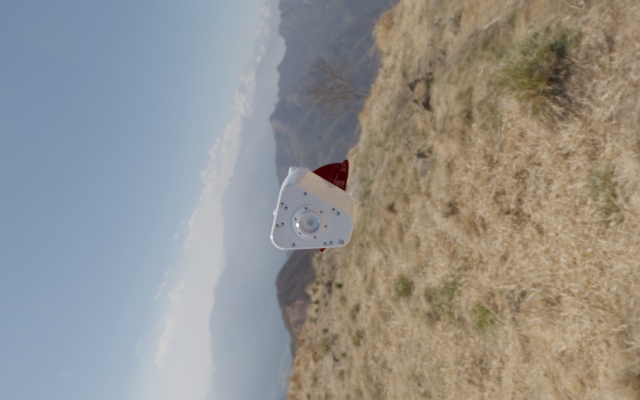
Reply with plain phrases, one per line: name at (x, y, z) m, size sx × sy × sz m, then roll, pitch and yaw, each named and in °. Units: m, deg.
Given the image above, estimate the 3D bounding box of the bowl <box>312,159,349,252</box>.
bowl at (0.000, 0.003, 0.808) m, size 0.055 × 0.162 × 0.162 m, roll 16°, pitch 3°, yaw 10°
